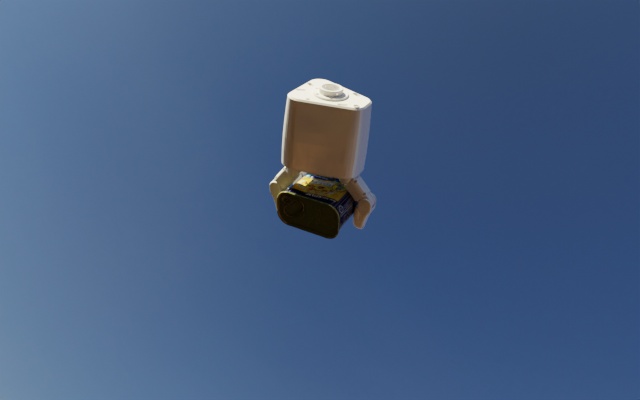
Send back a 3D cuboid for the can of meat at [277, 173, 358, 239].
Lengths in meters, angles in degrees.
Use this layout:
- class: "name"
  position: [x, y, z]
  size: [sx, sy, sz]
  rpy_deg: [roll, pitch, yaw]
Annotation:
- class: "can of meat"
  position: [0.000, 0.002, 0.711]
  size: [0.102, 0.057, 0.084]
  rpy_deg: [17, 36, 23]
